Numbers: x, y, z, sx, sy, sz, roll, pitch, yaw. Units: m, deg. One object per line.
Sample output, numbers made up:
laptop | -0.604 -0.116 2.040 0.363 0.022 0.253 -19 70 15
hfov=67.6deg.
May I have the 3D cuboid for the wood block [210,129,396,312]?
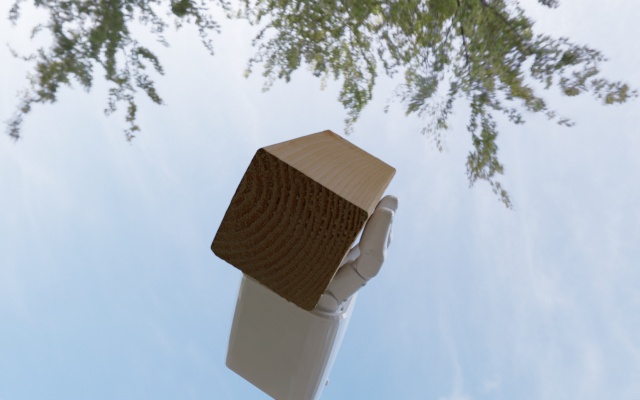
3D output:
wood block | 0.000 0.002 0.428 0.091 0.090 0.206 30 17 6
